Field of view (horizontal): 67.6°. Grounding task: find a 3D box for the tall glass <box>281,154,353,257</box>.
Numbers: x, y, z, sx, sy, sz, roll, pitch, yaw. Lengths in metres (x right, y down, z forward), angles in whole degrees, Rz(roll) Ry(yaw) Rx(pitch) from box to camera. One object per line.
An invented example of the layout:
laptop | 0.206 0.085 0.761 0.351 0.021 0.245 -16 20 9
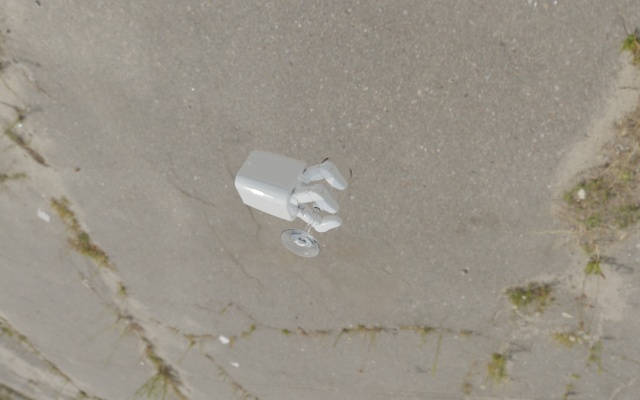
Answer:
tall glass | 0.000 0.003 0.877 0.079 0.201 0.079 16 -38 13
